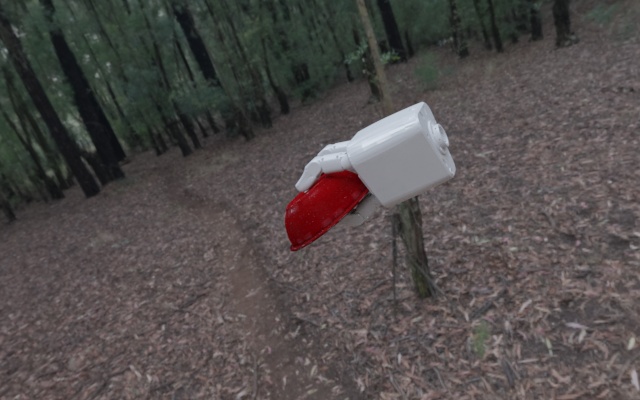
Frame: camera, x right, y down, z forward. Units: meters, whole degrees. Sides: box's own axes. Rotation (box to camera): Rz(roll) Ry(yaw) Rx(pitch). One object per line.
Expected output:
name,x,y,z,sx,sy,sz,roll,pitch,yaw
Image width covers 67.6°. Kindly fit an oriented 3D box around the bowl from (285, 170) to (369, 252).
bowl,-0.001,0.003,0.708,0.162,0.055,0.162,-40,7,6
